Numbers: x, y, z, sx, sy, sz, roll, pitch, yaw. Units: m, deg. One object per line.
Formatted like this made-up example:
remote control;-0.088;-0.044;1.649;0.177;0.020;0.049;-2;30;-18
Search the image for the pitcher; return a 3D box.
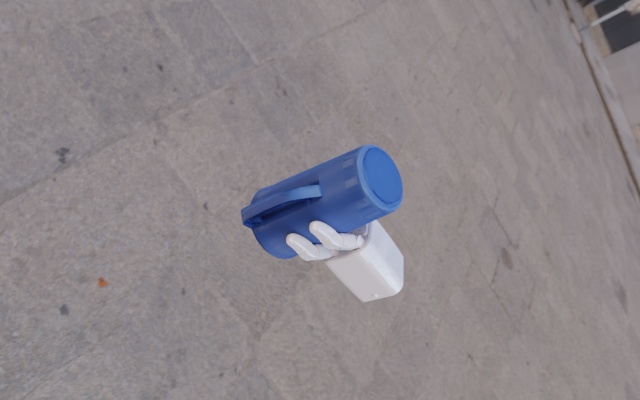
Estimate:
pitcher;0.000;0.003;0.763;0.243;0.145;0.149;-24;24;39
